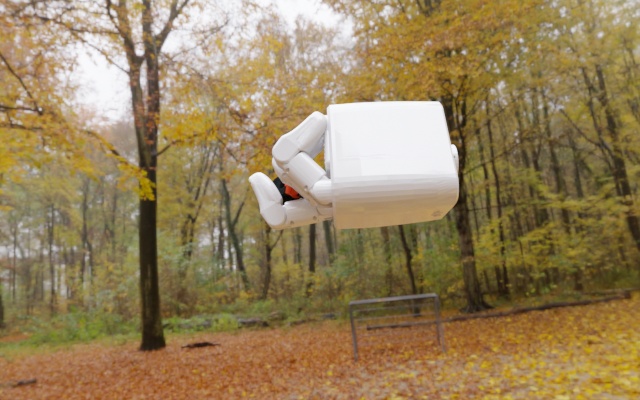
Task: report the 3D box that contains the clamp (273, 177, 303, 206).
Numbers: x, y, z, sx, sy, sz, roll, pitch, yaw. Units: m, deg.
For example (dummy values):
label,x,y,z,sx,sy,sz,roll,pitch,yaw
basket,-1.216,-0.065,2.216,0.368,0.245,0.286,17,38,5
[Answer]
label,x,y,z,sx,sy,sz,roll,pitch,yaw
clamp,0.000,0.001,0.536,0.120,0.039,0.171,-1,-11,2
